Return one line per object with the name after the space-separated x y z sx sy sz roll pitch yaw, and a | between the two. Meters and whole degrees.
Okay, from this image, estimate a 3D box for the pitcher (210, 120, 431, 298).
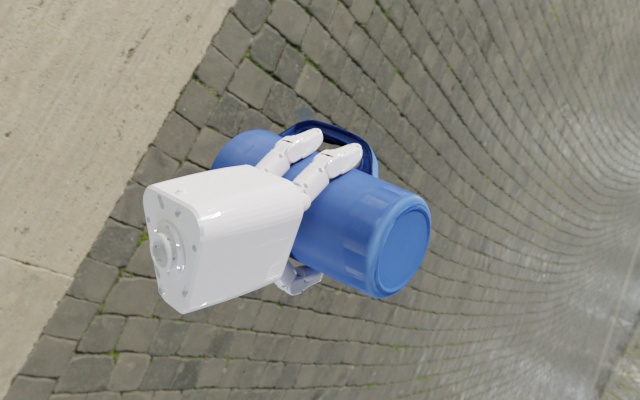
0.000 0.002 0.534 0.242 0.149 0.145 23 25 38 | pitcher
